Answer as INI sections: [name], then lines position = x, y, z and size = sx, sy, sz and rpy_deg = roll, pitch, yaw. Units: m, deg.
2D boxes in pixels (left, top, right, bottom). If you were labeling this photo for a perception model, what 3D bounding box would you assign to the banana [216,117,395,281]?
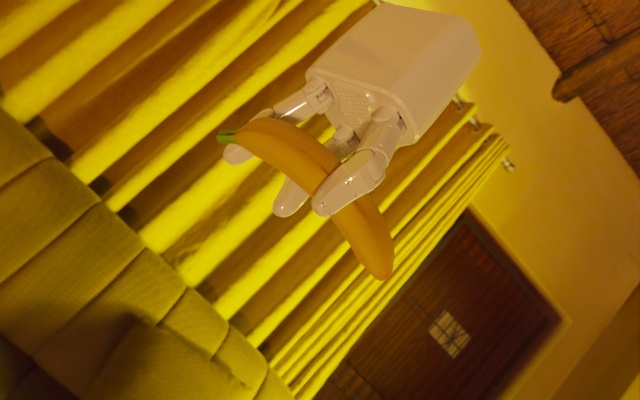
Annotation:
[banana]
position = 0.006, -0.004, 0.392
size = 0.198, 0.037, 0.069
rpy_deg = 43, -26, -13
